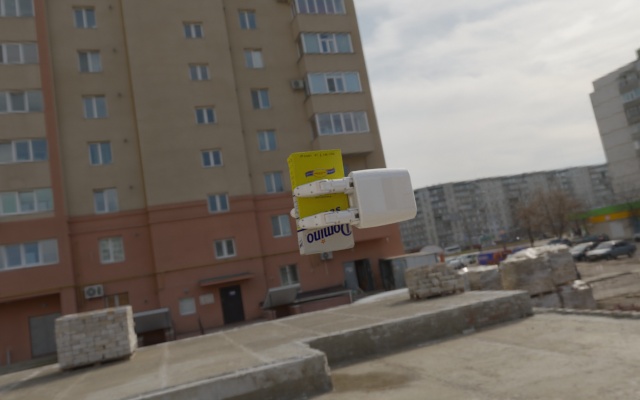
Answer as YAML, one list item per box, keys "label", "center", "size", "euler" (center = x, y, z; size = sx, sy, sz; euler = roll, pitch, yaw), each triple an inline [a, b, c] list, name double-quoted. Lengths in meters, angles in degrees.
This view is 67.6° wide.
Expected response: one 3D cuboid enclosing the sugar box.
- label: "sugar box"
  center: [0.000, 0.003, 0.839]
  size: [0.093, 0.176, 0.048]
  euler: [-7, -8, -15]
